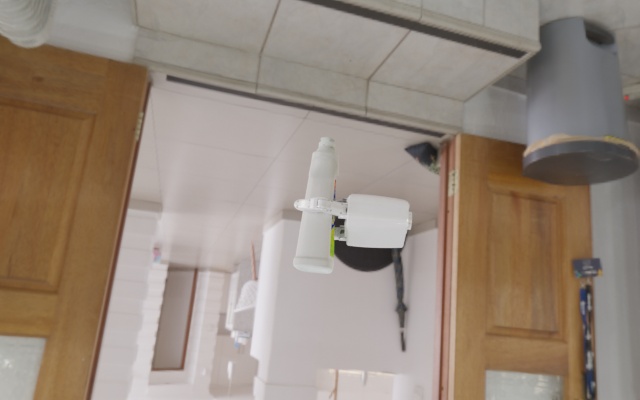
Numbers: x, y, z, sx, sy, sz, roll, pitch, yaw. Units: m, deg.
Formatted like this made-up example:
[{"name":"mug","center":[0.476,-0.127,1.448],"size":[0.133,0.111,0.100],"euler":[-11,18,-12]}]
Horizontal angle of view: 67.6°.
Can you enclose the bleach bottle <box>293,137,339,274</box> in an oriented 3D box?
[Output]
[{"name":"bleach bottle","center":[0.000,0.003,0.875],"size":[0.068,0.250,0.102],"euler":[4,-14,7]}]
